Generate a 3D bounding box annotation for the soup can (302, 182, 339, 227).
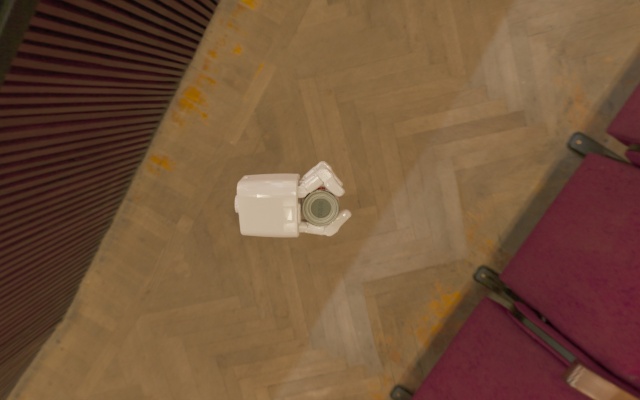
[{"bbox_3d":[0.001,0.003,0.878,0.068,0.068,0.102,0,13,0],"label":"soup can"}]
